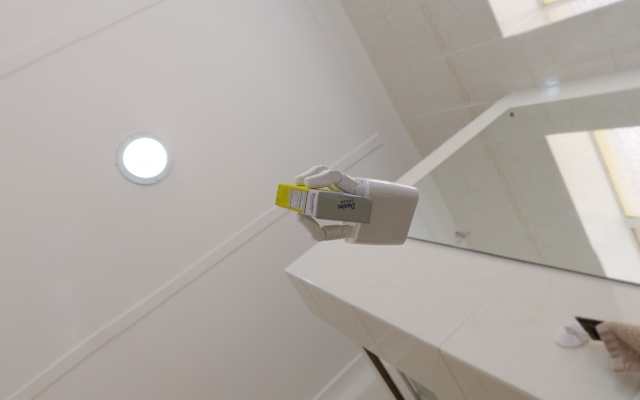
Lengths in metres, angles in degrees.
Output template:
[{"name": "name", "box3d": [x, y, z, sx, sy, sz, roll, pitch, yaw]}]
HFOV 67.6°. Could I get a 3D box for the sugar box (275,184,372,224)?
[{"name": "sugar box", "box3d": [0.000, 0.002, 0.770, 0.093, 0.048, 0.176, 7, 0, -26]}]
